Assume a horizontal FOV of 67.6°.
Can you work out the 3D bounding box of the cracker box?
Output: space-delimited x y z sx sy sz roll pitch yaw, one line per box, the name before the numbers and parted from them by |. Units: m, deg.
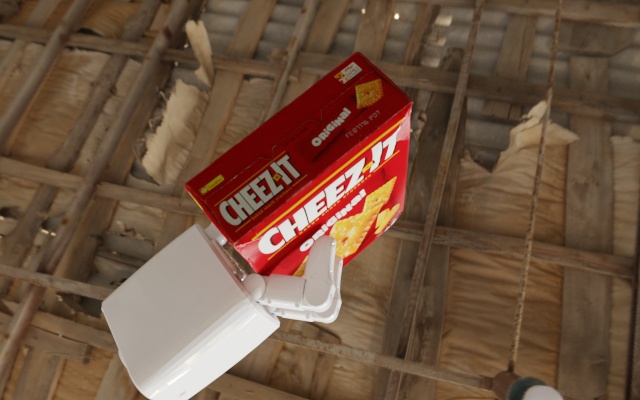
cracker box | 0.000 0.001 0.427 0.164 0.072 0.214 -40 -22 -9
